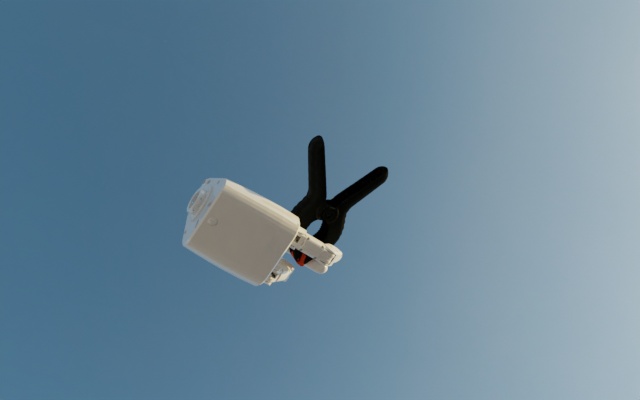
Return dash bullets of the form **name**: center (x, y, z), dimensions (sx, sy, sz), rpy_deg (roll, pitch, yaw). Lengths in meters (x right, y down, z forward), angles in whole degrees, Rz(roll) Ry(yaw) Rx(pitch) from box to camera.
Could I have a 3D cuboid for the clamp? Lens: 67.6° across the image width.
- **clamp**: center (0.000, 0.002, 0.617), dimensions (0.120, 0.171, 0.039), rpy_deg (32, 6, -24)
